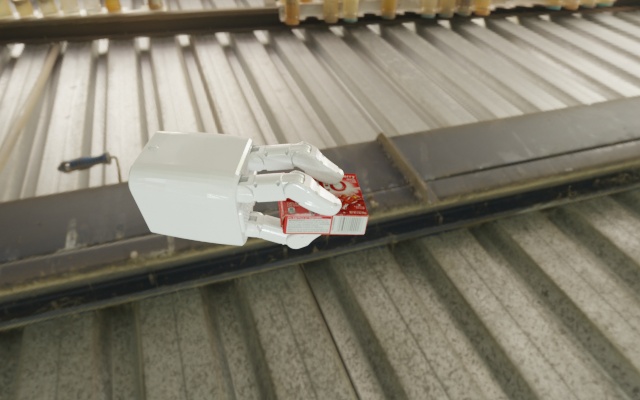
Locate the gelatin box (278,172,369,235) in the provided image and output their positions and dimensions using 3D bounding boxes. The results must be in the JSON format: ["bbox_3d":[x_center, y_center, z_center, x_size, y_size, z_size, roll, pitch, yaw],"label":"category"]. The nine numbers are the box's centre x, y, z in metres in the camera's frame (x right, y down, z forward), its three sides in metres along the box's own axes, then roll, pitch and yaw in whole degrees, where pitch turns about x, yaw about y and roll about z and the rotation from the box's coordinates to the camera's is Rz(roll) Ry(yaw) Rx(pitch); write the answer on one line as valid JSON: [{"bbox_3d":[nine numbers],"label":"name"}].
[{"bbox_3d":[0.000,0.002,0.508,0.089,0.030,0.073,1,39,-11],"label":"gelatin box"}]
